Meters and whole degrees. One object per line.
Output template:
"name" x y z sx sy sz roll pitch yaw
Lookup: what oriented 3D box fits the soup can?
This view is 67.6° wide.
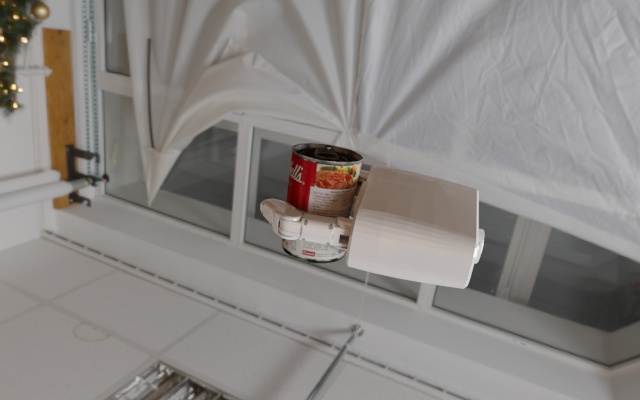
"soup can" 0.000 0.002 0.468 0.068 0.102 0.068 7 19 -3
